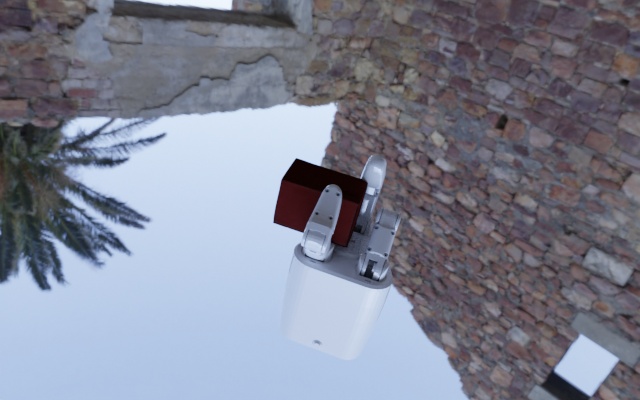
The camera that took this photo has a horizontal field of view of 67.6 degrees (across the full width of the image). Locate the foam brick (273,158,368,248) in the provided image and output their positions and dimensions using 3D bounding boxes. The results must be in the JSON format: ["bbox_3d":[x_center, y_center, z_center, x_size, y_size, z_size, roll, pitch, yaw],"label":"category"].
[{"bbox_3d":[0.000,0.001,0.464,0.078,0.051,0.053,19,31,7],"label":"foam brick"}]
